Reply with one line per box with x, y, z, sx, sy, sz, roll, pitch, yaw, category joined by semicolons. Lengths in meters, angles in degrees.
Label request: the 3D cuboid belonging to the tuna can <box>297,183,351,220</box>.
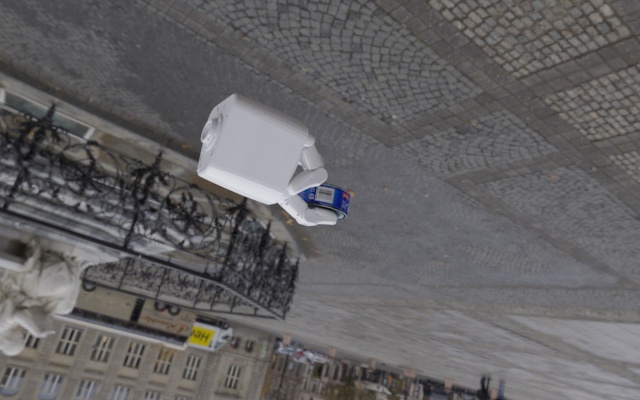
0.000;0.003;0.704;0.086;0.033;0.086;9;-16;2;tuna can
